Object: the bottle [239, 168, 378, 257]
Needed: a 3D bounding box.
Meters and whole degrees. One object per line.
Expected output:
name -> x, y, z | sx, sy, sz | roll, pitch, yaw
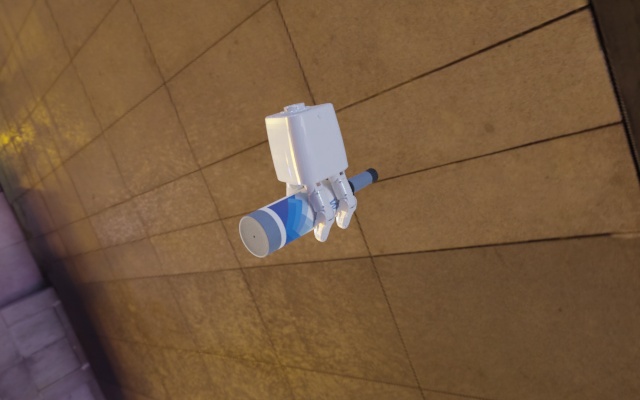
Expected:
bottle -> 0.000, 0.003, 0.793 | 0.069, 0.069, 0.295 | 0, 20, 45
